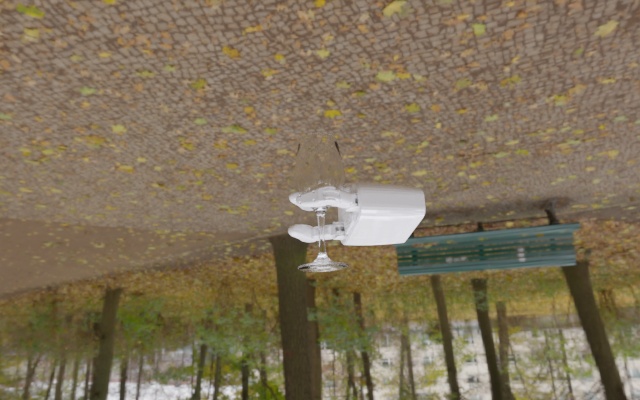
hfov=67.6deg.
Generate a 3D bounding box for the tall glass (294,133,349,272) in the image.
[{"bbox_3d":[0.000,0.003,0.720,0.079,0.201,0.079,-2,-16,-1],"label":"tall glass"}]
